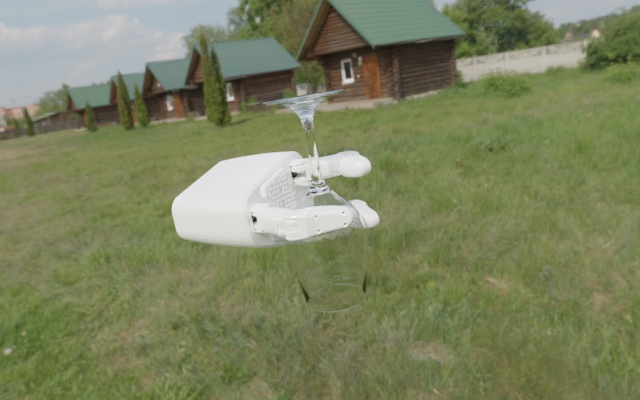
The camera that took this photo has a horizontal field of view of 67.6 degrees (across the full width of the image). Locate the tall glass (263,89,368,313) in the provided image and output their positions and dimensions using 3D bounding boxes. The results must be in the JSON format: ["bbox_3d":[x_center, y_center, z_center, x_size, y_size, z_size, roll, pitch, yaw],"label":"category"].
[{"bbox_3d":[0.000,0.001,0.453,0.079,0.201,0.079,-9,13,2],"label":"tall glass"}]
